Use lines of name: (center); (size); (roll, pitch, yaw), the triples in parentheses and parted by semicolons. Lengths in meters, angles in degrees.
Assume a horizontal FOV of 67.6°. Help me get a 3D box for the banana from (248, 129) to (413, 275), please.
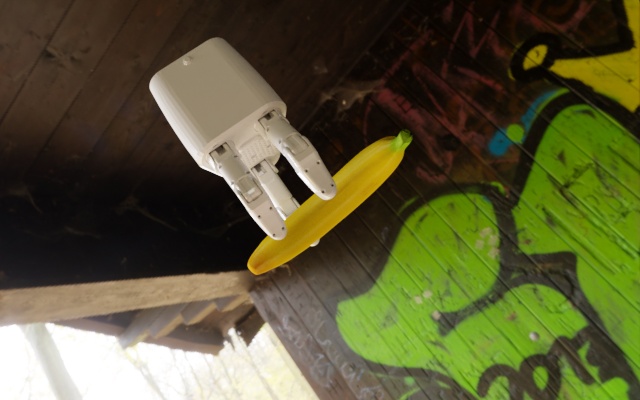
banana: (0.010, 0.000, 0.457); (0.198, 0.037, 0.069); (-43, -16, 15)
